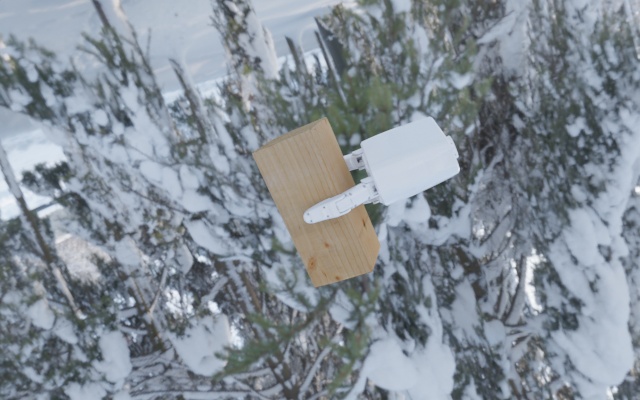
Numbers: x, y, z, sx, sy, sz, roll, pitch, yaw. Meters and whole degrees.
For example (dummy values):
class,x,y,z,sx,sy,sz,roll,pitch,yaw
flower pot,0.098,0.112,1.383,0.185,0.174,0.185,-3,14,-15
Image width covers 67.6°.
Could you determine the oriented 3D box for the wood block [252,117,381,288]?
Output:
class,x,y,z,sx,sy,sz,roll,pitch,yaw
wood block,0.000,0.002,0.663,0.090,0.206,0.090,-19,14,21
